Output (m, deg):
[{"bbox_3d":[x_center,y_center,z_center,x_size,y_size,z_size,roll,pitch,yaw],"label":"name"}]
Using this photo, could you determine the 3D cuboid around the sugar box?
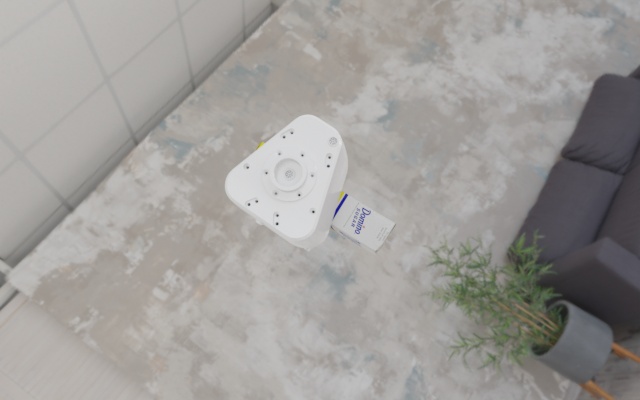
[{"bbox_3d":[0.000,0.002,0.563,0.176,0.048,0.093,34,-4,7],"label":"sugar box"}]
